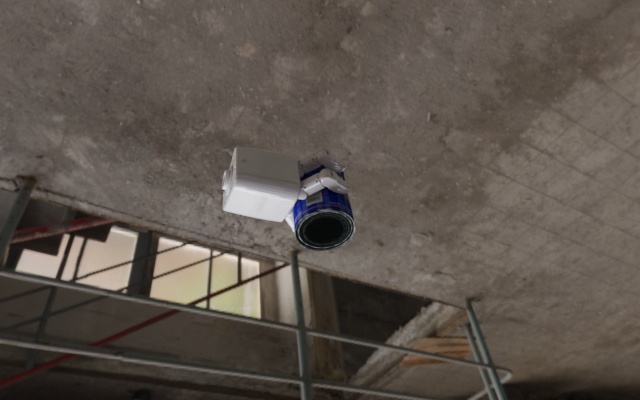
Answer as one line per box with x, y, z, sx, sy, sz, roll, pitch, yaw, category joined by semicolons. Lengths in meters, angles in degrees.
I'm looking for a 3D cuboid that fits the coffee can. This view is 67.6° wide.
0.000;0.003;0.834;0.103;0.103;0.140;0;44;-9;coffee can
